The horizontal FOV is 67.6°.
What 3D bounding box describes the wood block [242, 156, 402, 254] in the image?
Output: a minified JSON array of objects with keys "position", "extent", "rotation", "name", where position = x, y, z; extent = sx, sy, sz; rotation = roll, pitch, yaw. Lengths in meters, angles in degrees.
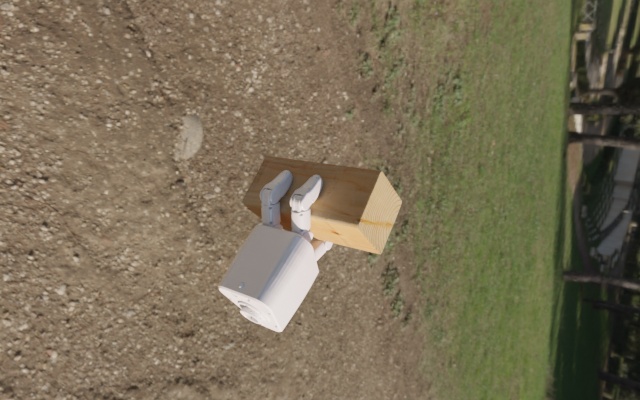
[{"position":[0.000,0.003,0.708],"extent":[0.206,0.090,0.091],"rotation":[11,-23,35],"name":"wood block"}]
